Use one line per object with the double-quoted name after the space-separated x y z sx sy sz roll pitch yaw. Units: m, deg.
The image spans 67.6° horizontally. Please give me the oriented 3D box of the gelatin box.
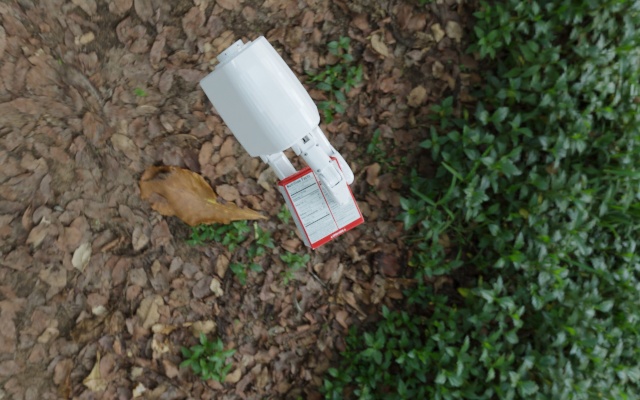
0.000 0.002 0.565 0.073 0.089 0.030 -28 13 -16 "gelatin box"
